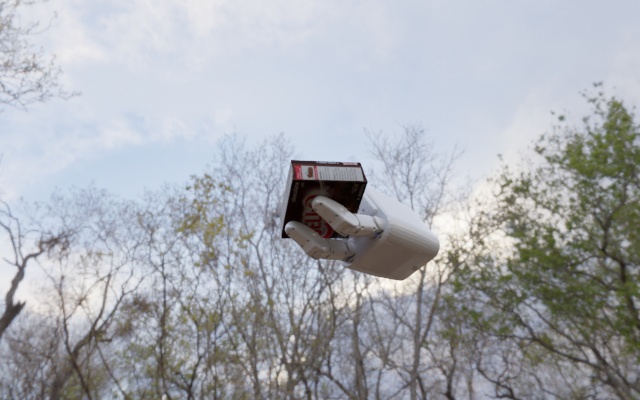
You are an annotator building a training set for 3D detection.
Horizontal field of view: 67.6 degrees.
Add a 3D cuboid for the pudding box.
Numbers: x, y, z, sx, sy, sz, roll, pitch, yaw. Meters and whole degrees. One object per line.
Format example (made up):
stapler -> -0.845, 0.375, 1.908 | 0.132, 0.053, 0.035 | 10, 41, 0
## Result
pudding box -> 0.000, 0.002, 0.590 | 0.090, 0.039, 0.114 | 0, -44, -13
